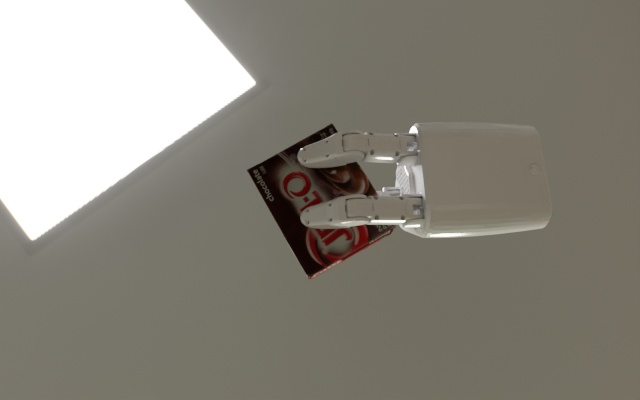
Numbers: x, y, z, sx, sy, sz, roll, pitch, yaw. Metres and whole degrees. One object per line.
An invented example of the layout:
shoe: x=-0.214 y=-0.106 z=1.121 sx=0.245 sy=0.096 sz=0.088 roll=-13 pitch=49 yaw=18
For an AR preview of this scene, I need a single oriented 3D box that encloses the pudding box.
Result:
pudding box: x=0.000 y=0.001 z=0.433 sx=0.090 sy=0.113 sz=0.039 roll=-30 pitch=-13 yaw=-8
